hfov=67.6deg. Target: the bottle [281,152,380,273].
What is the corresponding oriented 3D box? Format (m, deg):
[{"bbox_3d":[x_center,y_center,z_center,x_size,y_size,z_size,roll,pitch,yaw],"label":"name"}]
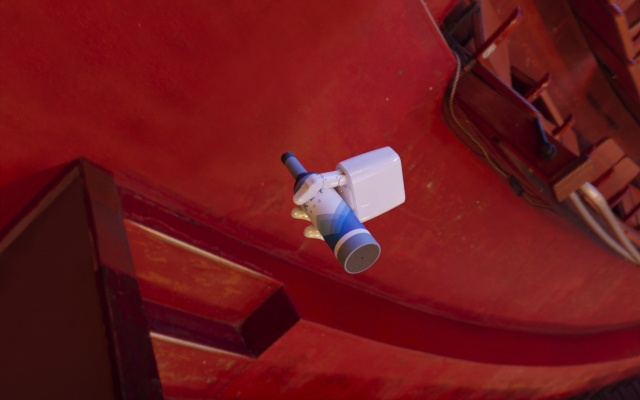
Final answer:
[{"bbox_3d":[0.000,0.003,0.849,0.069,0.069,0.295,0,37,-35],"label":"bottle"}]
